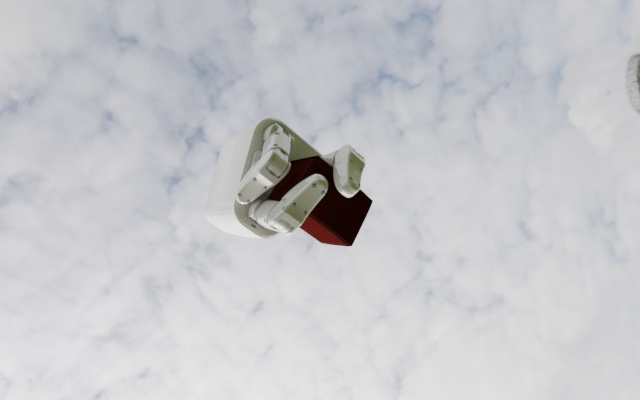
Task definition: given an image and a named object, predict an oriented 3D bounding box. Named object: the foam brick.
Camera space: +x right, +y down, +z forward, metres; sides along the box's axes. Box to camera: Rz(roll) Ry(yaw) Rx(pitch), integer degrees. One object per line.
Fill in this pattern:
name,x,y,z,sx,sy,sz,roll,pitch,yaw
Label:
foam brick,0.000,0.002,0.457,0.078,0.053,0.051,38,-21,-24
